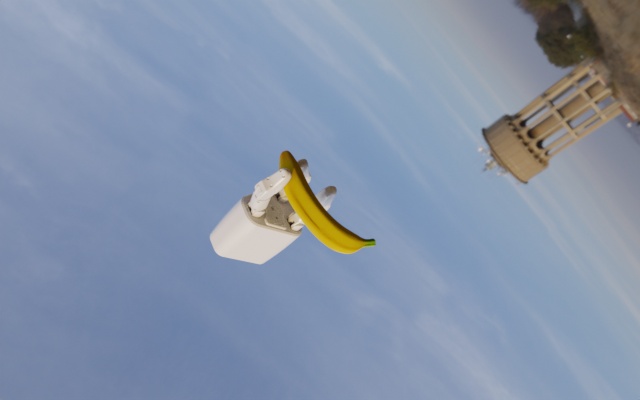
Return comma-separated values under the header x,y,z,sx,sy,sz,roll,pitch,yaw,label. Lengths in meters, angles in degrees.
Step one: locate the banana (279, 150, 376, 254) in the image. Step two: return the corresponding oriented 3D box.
x,y,z,sx,sy,sz,roll,pitch,yaw,label
-0.006,0.011,0.699,0.037,0.198,0.069,-44,-3,34,banana
